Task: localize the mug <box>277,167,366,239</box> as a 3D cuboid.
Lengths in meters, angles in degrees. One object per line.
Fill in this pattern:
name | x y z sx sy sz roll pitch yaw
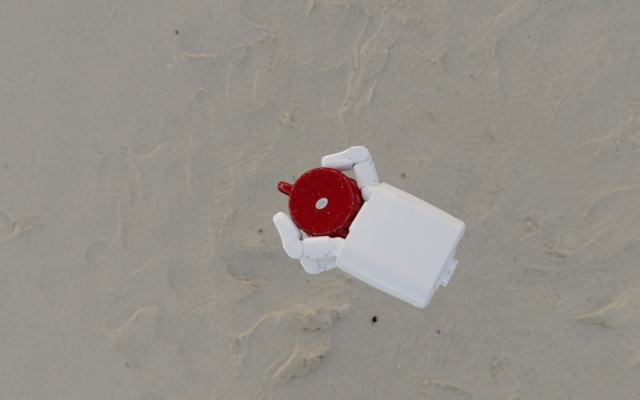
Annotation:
mug | -0.001 0.001 0.584 0.117 0.093 0.081 25 -2 18
